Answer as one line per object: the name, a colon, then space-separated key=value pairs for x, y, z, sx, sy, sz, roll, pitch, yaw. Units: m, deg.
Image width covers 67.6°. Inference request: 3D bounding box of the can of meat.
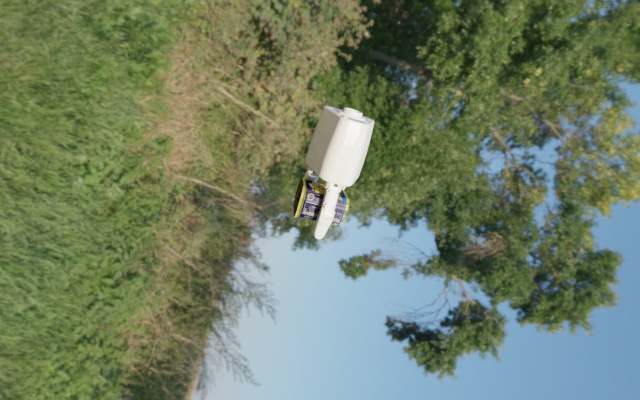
can of meat: x=0.000 y=0.003 z=0.841 sx=0.084 sy=0.057 sz=0.102 roll=15 pitch=14 yaw=-8
